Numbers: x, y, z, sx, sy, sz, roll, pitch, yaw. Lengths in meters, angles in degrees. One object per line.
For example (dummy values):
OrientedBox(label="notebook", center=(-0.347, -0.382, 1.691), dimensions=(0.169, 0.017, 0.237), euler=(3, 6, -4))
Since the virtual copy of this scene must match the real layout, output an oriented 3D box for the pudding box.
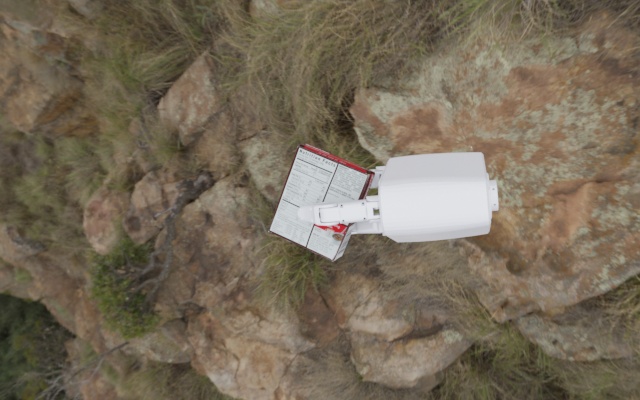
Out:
OrientedBox(label="pudding box", center=(0.000, 0.002, 0.552), dimensions=(0.090, 0.113, 0.039), euler=(24, 12, 13))
